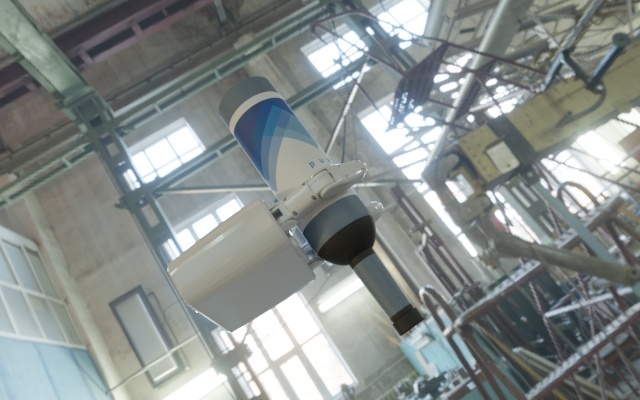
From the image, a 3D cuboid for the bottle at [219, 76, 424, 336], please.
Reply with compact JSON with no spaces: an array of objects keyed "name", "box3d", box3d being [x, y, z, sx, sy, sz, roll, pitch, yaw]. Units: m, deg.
[{"name":"bottle","box3d":[0.000,0.001,0.474,0.069,0.295,0.069,-32,-19,-13]}]
